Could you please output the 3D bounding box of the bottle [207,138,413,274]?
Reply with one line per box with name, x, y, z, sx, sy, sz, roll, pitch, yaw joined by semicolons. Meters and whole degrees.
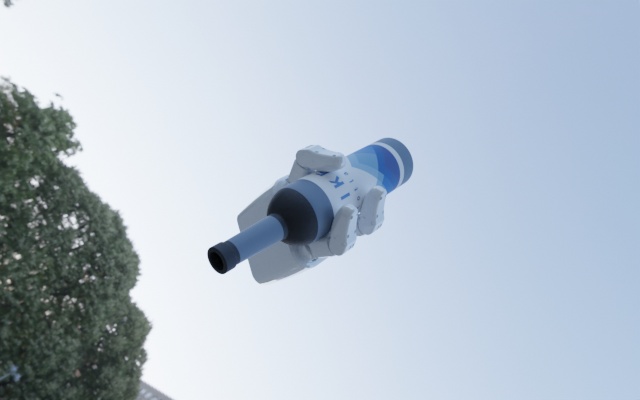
bottle;0.000;0.002;0.528;0.069;0.069;0.295;0;21;43
